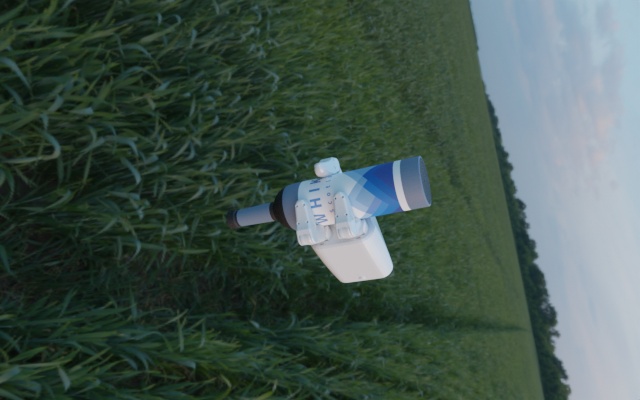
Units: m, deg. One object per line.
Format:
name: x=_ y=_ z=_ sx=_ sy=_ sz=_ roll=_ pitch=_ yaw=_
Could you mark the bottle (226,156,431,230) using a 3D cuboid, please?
bottle: x=0.000 y=0.002 z=0.667 sx=0.296 sy=0.069 sz=0.069 roll=-11 pitch=-4 yaw=21
